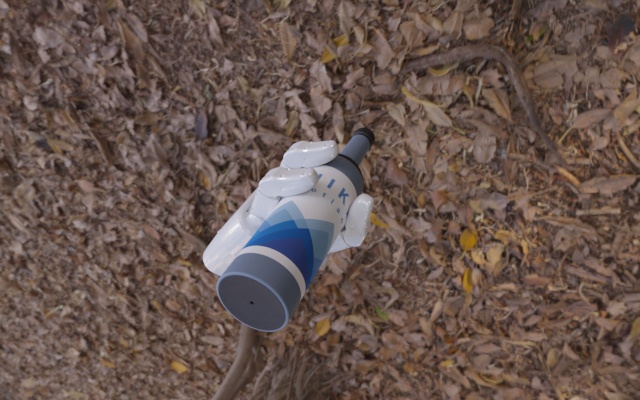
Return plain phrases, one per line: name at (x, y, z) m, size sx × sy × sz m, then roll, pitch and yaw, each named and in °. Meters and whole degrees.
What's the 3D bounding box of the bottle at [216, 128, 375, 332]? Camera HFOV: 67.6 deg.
bottle at (0.000, 0.002, 0.494) m, size 0.069 × 0.069 × 0.295 m, roll 0°, pitch 34°, yaw 27°
